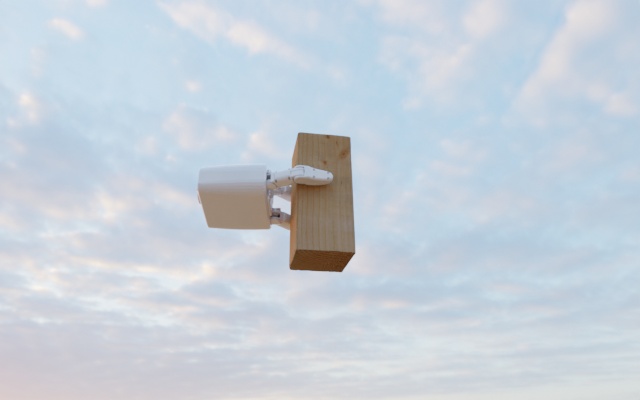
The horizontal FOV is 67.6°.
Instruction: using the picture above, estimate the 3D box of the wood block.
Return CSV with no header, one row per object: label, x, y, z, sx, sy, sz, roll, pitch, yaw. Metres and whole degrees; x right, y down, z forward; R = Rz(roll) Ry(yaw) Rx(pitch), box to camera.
wood block,0.000,0.002,0.772,0.090,0.206,0.091,4,-28,-9
